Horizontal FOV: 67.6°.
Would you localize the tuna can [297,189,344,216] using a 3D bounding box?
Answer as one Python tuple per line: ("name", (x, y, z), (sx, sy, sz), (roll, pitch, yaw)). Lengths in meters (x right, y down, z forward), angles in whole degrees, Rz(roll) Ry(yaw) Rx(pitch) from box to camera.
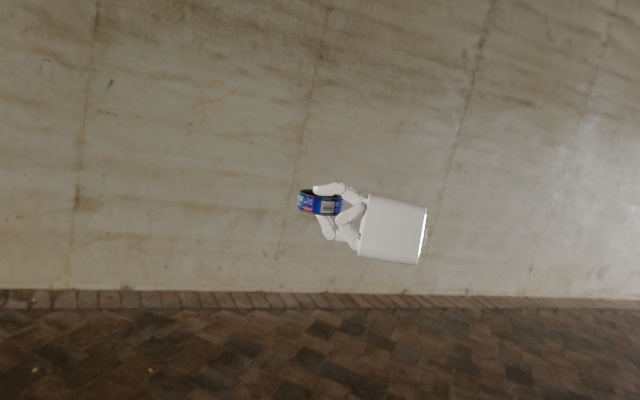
("tuna can", (0.000, 0.002, 0.896), (0.086, 0.034, 0.086), (7, 11, -1))
